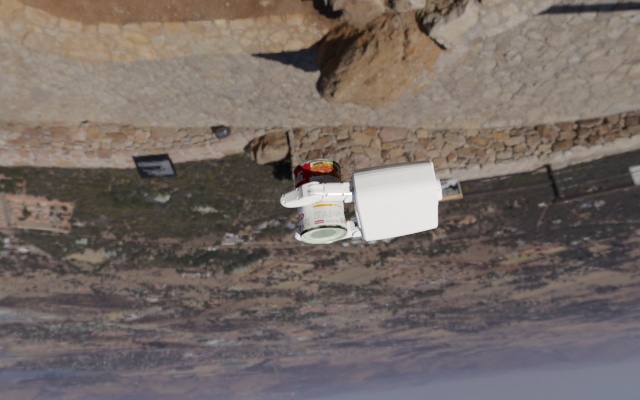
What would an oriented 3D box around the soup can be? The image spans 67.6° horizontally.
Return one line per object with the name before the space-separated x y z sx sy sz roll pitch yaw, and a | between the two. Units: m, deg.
soup can | 0.000 0.003 0.669 0.068 0.102 0.068 -5 -22 -2
